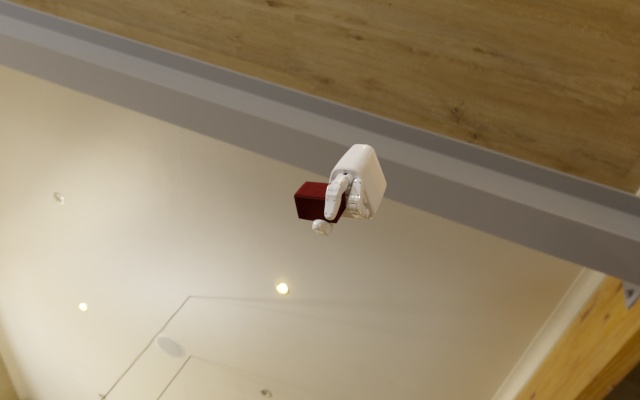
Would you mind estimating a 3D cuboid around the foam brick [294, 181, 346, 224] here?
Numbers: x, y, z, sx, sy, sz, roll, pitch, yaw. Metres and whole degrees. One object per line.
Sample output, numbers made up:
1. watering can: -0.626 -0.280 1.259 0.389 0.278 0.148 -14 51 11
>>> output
1. foam brick: 0.000 0.003 0.861 0.078 0.053 0.051 7 36 21
